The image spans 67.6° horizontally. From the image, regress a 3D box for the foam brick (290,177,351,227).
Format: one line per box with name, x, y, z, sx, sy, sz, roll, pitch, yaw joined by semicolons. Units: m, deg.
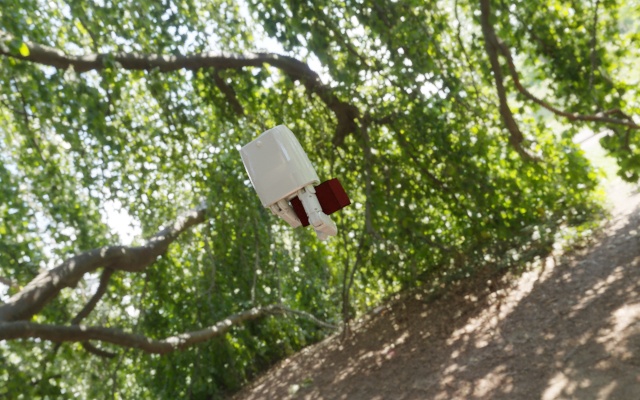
foam brick;0.000;0.003;0.786;0.078;0.051;0.053;-28;-3;22
